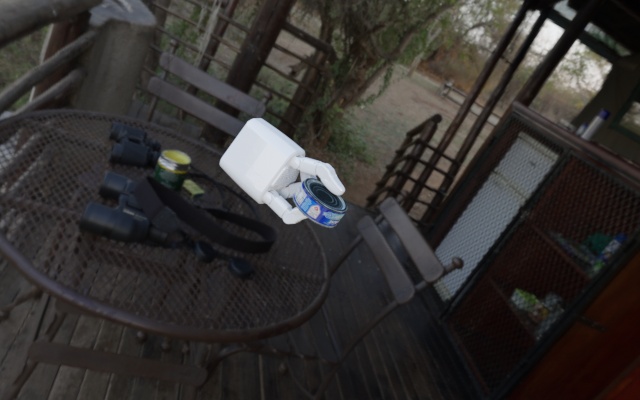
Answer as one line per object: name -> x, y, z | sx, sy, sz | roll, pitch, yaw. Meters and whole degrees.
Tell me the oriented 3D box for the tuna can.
tuna can -> 0.000, 0.002, 0.764 | 0.086, 0.034, 0.086 | 30, 23, -15
